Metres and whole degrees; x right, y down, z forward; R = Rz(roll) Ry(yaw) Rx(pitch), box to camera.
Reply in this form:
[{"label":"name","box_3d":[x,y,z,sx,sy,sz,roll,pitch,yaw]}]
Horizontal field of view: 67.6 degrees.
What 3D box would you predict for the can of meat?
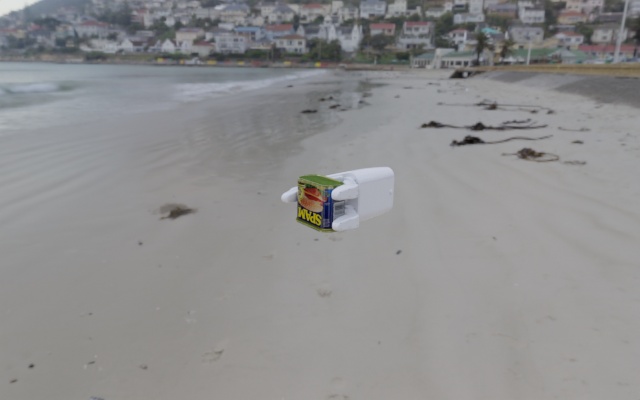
[{"label":"can of meat","box_3d":[0.000,0.002,0.860,0.057,0.084,0.102,-10,19,-36]}]
